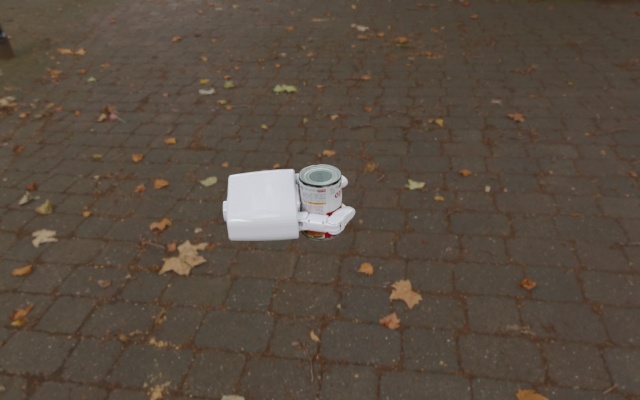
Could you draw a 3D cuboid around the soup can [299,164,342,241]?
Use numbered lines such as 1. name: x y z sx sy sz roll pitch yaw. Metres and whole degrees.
1. soup can: 0.001 0.002 0.752 0.068 0.102 0.068 -1 33 1
